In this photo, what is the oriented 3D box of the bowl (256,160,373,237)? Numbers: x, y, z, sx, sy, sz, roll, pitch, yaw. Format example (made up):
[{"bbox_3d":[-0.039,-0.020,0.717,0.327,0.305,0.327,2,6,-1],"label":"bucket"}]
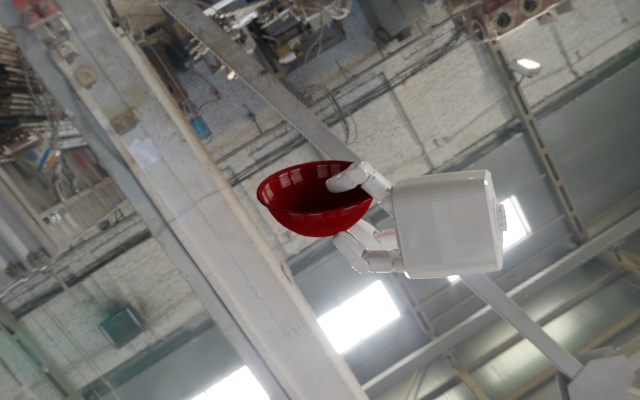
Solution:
[{"bbox_3d":[-0.001,0.002,0.625,0.162,0.055,0.162,-5,27,2],"label":"bowl"}]
